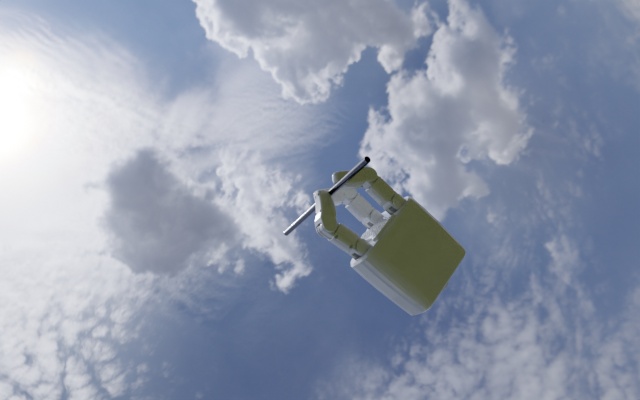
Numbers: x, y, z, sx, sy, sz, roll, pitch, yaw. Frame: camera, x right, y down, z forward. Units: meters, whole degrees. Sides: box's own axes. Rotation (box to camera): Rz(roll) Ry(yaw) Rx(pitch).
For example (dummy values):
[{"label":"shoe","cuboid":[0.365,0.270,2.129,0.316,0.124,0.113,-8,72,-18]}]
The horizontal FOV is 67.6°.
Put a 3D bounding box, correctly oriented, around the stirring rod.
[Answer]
[{"label":"stirring rod","cuboid":[0.000,0.002,0.626,0.011,0.011,0.240,0,-23,-28]}]
